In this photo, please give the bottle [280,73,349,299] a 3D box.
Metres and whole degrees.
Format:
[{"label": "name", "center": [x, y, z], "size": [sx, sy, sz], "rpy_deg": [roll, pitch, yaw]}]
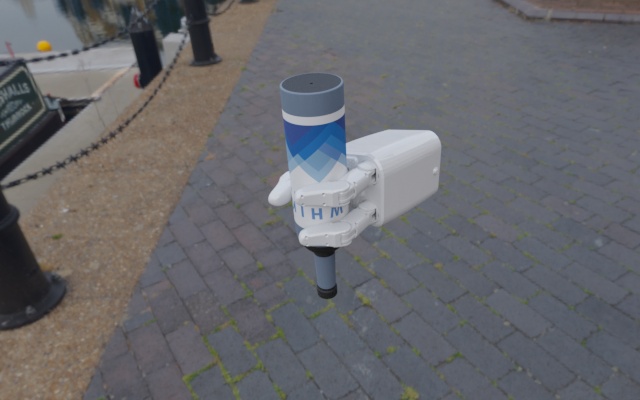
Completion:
[{"label": "bottle", "center": [0.000, 0.002, 0.572], "size": [0.069, 0.296, 0.069], "rpy_deg": [-3, 33, 2]}]
